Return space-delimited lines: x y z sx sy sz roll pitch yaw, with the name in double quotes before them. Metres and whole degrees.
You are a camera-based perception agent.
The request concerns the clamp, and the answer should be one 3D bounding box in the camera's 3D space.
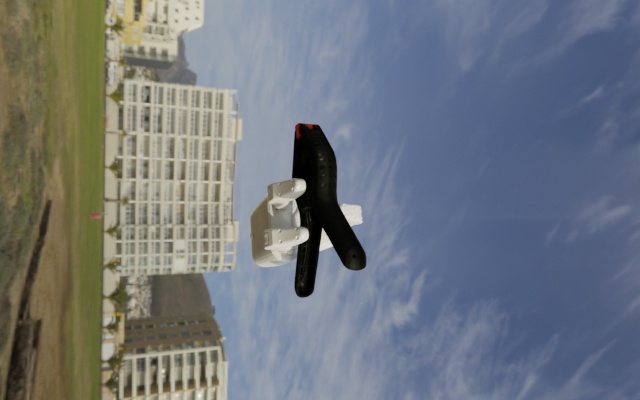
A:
"clamp" 0.001 0.001 0.553 0.036 0.210 0.164 1 -14 -24
